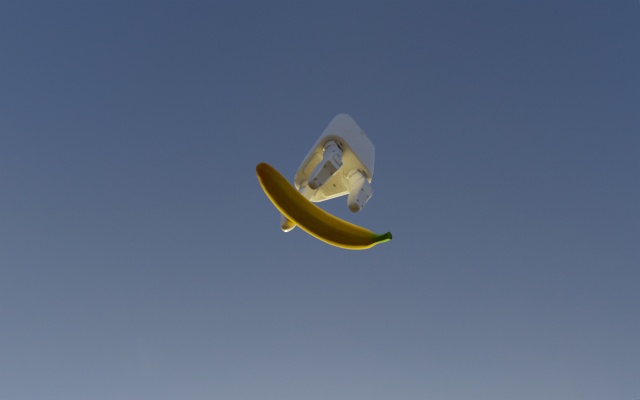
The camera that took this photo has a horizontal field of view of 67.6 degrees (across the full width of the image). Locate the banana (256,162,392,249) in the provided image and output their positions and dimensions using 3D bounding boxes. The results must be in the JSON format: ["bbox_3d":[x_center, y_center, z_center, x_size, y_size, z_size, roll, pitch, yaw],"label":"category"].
[{"bbox_3d":[-0.004,0.017,0.638,0.198,0.070,0.037,28,36,-3],"label":"banana"}]
